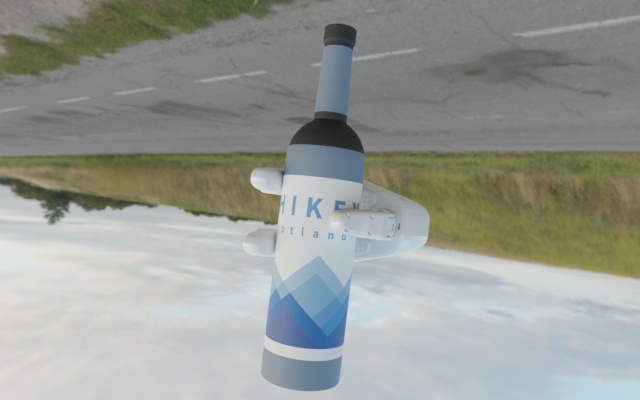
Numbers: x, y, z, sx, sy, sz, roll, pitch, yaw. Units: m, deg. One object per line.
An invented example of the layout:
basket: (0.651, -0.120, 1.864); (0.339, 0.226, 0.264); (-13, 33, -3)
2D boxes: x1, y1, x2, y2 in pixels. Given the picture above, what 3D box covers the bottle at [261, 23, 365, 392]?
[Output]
bottle: (0.000, 0.002, 0.402); (0.069, 0.295, 0.069); (7, -1, 0)
